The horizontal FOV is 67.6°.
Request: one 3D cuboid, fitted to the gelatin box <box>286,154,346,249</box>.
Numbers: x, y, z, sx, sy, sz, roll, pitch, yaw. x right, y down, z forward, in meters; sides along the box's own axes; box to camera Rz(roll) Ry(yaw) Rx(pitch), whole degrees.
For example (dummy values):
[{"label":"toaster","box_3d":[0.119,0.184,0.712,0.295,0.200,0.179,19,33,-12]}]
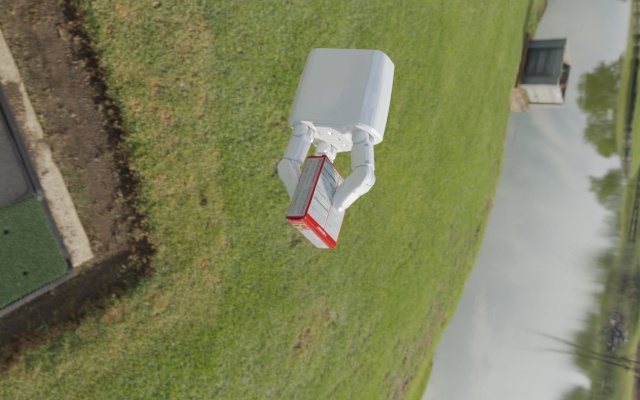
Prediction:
[{"label":"gelatin box","box_3d":[0.000,0.002,0.566,0.030,0.089,0.073,-3,-33,32]}]
